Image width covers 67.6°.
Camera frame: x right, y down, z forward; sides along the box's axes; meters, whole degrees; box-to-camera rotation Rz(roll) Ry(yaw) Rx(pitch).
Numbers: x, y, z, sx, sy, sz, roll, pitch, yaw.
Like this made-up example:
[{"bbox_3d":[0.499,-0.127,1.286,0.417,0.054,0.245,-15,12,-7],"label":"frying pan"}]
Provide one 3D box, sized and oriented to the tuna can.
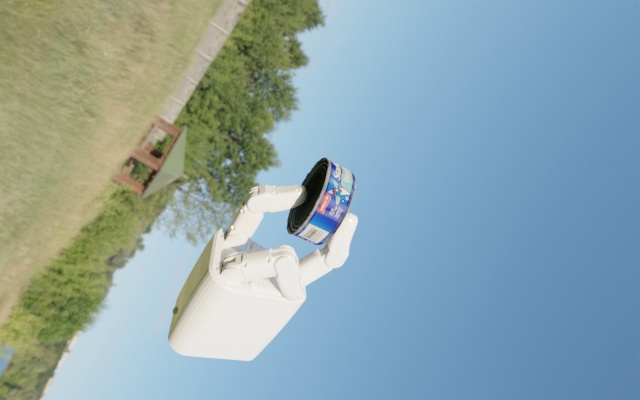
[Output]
[{"bbox_3d":[0.001,0.002,0.488,0.034,0.086,0.086,26,-8,-17],"label":"tuna can"}]
